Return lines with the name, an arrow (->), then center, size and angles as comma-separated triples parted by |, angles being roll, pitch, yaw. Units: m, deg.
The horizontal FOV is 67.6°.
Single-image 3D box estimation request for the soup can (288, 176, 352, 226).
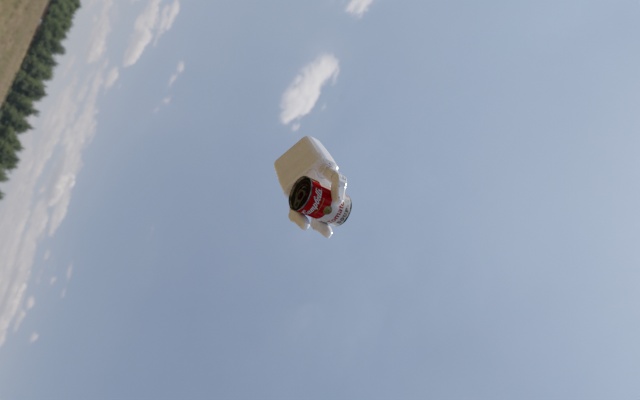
soup can -> 0.001, 0.003, 0.898 | 0.102, 0.068, 0.068 | 23, -14, -34
